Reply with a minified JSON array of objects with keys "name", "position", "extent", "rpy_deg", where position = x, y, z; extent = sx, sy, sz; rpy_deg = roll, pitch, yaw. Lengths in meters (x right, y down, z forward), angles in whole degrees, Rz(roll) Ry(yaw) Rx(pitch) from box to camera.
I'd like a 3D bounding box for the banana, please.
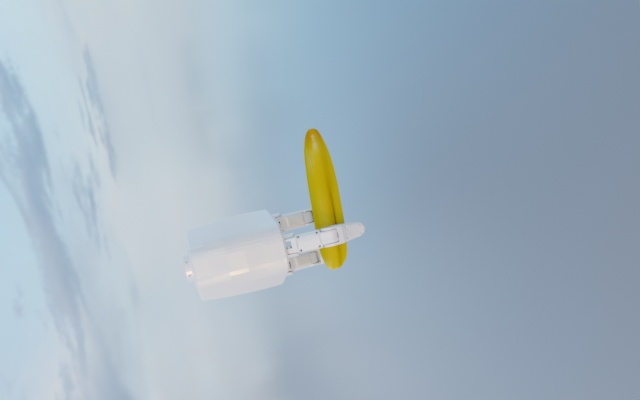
[{"name":"banana","position":[0.005,0.011,0.601],"extent":[0.037,0.198,0.069],"rpy_deg":[-13,21,-11]}]
